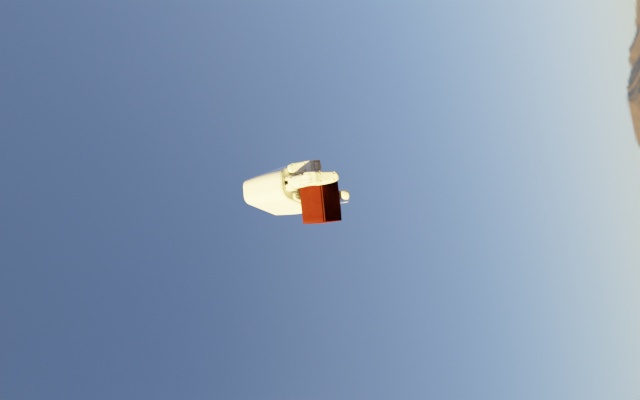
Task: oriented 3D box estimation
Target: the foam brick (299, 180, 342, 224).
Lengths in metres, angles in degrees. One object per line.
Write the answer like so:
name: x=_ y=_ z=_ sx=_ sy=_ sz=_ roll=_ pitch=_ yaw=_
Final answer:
foam brick: x=0.000 y=0.003 z=0.861 sx=0.051 sy=0.078 sz=0.053 roll=-10 pitch=-7 yaw=38
